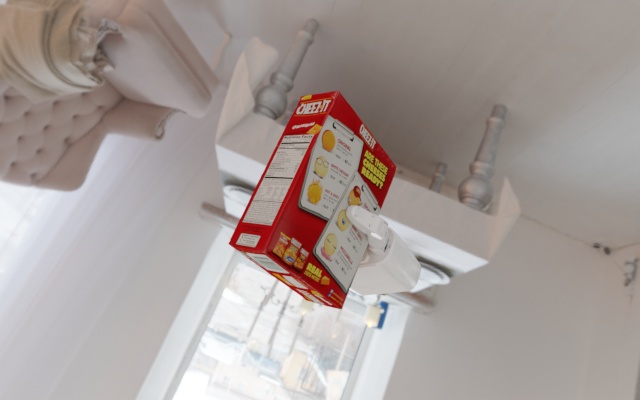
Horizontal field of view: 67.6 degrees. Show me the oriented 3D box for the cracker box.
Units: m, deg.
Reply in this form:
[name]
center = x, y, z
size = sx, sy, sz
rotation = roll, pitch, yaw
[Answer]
[cracker box]
center = 0.000, 0.002, 0.590
size = 0.072, 0.213, 0.164
rotation = 4, -28, 40
